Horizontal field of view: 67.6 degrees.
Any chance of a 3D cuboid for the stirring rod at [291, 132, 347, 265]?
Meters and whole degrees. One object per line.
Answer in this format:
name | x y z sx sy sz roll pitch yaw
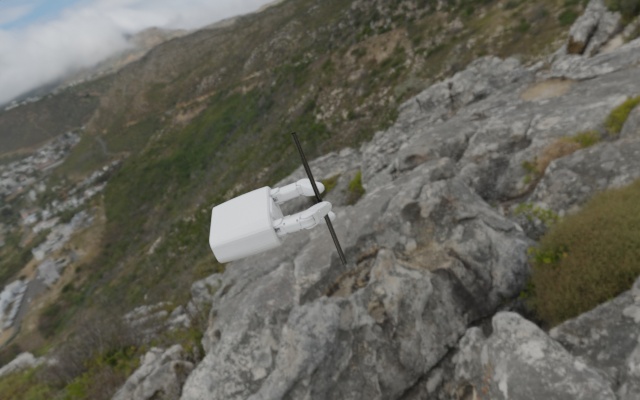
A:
stirring rod | 0.000 0.003 0.769 0.011 0.240 0.011 -19 21 7
